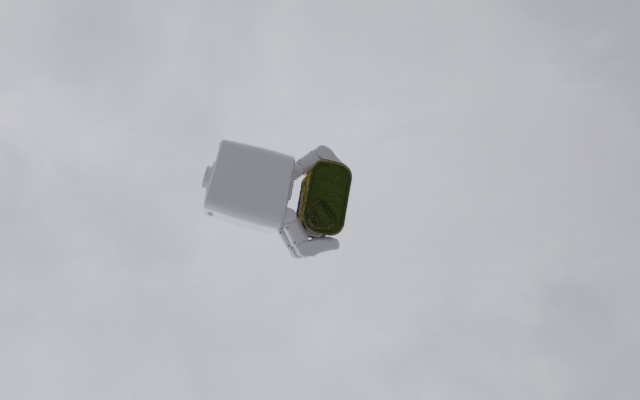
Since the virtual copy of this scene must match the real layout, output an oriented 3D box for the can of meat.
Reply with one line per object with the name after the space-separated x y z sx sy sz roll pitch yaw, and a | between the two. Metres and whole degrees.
0.000 0.002 0.678 0.057 0.102 0.084 13 -13 -12 | can of meat
